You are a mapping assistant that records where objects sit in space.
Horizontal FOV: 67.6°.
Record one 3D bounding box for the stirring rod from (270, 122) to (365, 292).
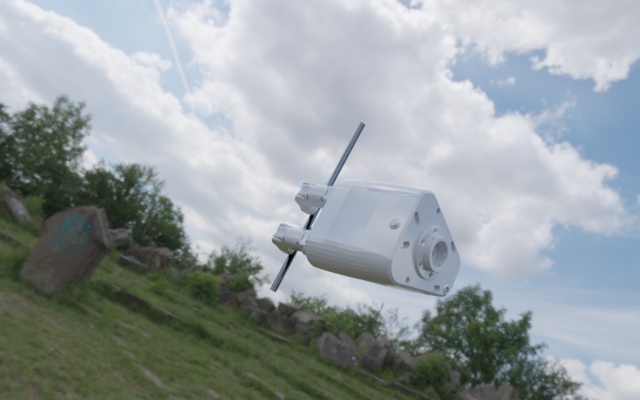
[{"bbox_3d":[0.000,0.002,0.579,0.011,0.239,0.011,25,-18,9],"label":"stirring rod"}]
